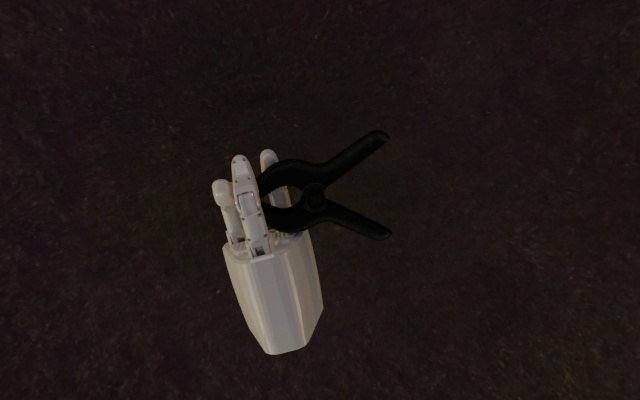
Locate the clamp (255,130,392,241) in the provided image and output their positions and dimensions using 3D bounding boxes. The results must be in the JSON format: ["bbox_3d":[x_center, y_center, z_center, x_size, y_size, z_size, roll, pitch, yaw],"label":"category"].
[{"bbox_3d":[0.000,0.002,0.506,0.171,0.120,0.039,-14,12,-2],"label":"clamp"}]
